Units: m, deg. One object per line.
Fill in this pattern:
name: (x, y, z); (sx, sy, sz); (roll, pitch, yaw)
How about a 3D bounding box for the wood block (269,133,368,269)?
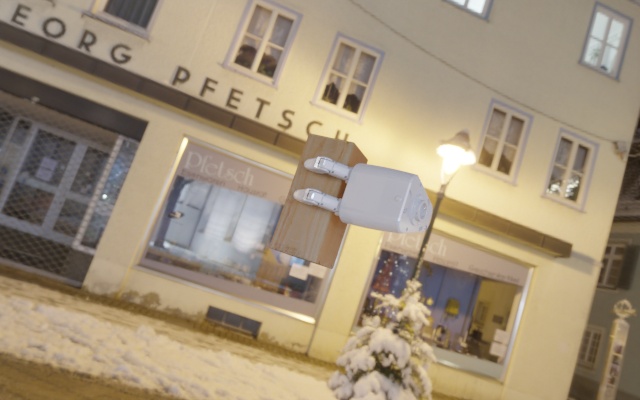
wood block: (0.001, 0.003, 0.823); (0.090, 0.206, 0.091); (15, -9, 25)
